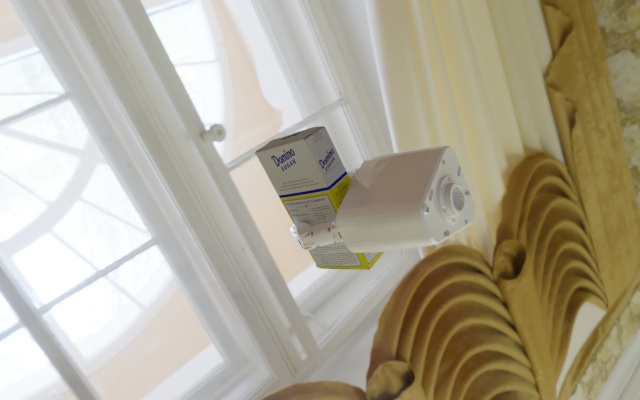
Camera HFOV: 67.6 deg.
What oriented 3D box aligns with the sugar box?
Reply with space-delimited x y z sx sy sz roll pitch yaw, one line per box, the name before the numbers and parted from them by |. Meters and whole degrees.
sugar box | 0.001 0.002 0.580 0.093 0.176 0.048 -7 24 45
